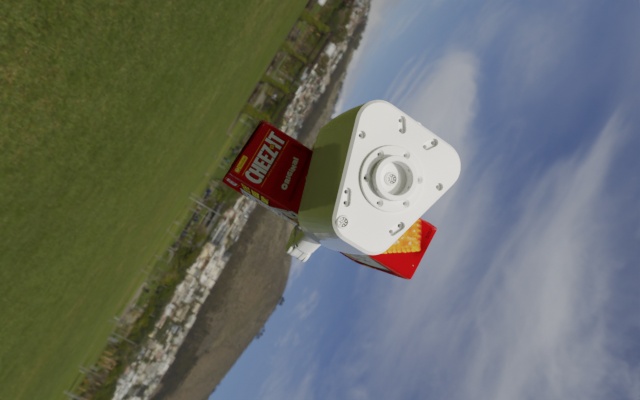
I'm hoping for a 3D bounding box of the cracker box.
[{"bbox_3d":[0.000,0.002,0.545,0.214,0.072,0.164,32,-8,-12],"label":"cracker box"}]
